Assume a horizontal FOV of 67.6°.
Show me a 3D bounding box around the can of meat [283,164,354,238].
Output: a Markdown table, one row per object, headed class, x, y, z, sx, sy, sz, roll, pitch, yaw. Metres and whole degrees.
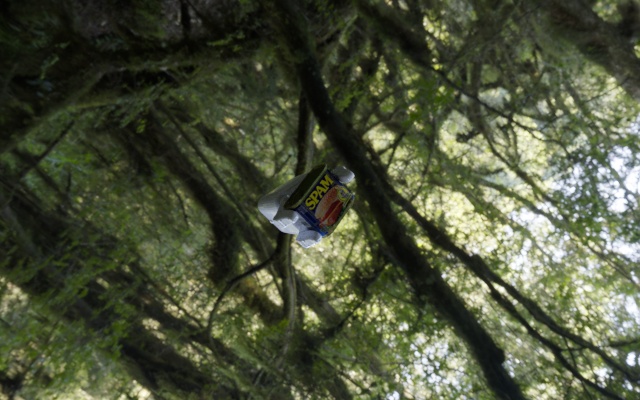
| class | x | y | z | sx | sy | sz | roll | pitch | yaw |
| --- | --- | --- | --- | --- | --- | --- | --- | --- | --- |
| can of meat | 0.000 | 0.003 | 0.823 | 0.084 | 0.102 | 0.057 | 46 | -26 | -18 |
